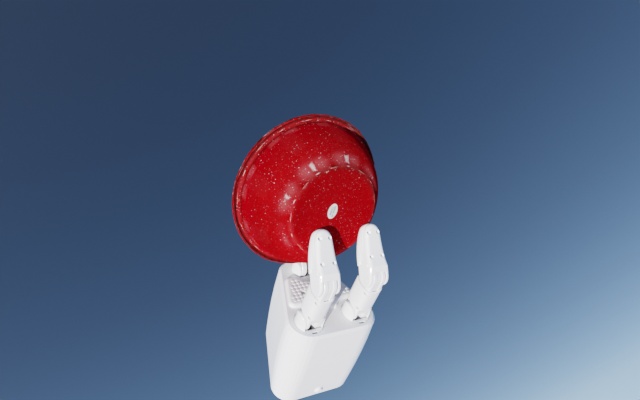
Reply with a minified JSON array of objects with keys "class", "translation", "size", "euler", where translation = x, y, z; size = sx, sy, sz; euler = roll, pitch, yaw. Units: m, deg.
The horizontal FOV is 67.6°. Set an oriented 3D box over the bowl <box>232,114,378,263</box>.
[{"class":"bowl","translation":[0.000,0.001,0.462],"size":[0.162,0.162,0.055],"euler":[0,22,-31]}]
